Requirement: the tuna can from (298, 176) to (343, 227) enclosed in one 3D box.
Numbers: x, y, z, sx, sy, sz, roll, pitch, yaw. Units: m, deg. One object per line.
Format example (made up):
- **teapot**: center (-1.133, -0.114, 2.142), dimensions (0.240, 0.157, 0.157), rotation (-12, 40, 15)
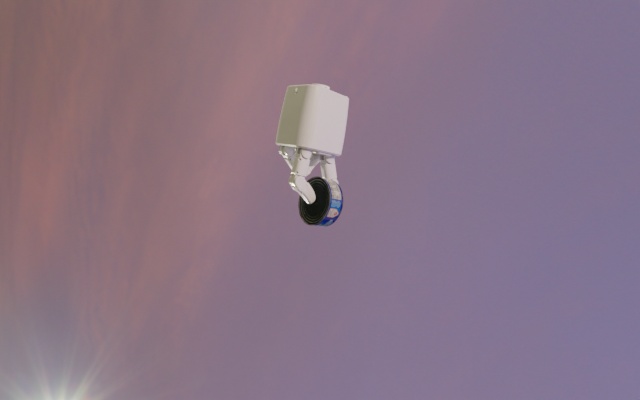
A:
- **tuna can**: center (0.001, 0.003, 0.837), dimensions (0.034, 0.086, 0.086), rotation (10, -7, -39)
